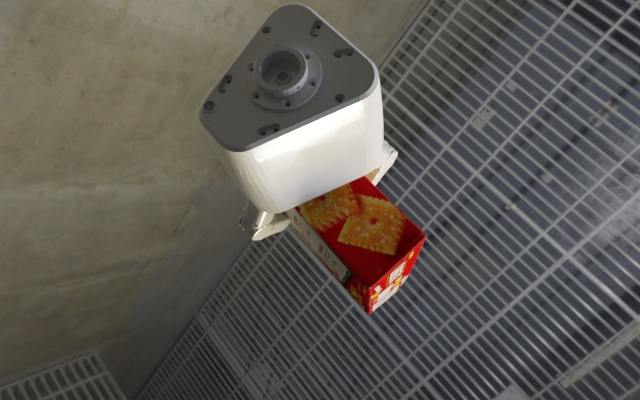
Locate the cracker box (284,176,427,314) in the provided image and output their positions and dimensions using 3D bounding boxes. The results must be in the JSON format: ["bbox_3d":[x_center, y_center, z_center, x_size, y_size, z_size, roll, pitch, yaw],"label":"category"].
[{"bbox_3d":[0.000,0.002,0.471,0.072,0.213,0.164,-40,-19,-9],"label":"cracker box"}]
